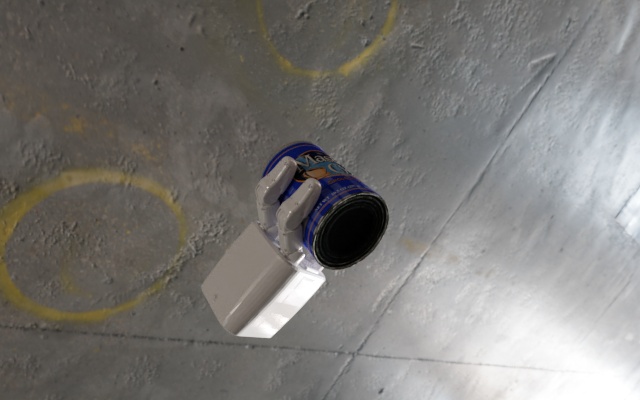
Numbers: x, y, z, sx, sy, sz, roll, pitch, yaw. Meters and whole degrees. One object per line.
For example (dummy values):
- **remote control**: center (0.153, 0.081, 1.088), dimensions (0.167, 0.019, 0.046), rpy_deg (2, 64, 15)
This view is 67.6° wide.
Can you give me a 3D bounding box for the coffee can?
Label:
- **coffee can**: center (0.000, 0.002, 0.579), dimensions (0.103, 0.103, 0.140), rpy_deg (0, 29, -36)
